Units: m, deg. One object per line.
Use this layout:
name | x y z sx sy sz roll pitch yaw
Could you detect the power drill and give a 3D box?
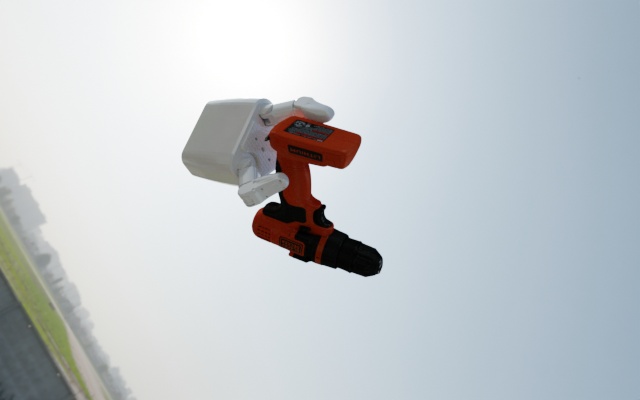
power drill | 0.000 0.001 0.588 0.184 0.188 0.057 18 37 15
